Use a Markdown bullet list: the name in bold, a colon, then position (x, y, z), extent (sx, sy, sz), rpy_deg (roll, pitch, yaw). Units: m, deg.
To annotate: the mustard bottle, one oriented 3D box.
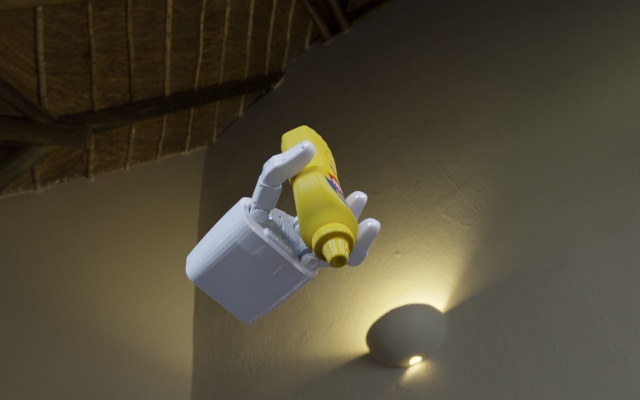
- **mustard bottle**: position (0.000, 0.001, 0.517), extent (0.058, 0.096, 0.191), rpy_deg (-22, 37, 5)
